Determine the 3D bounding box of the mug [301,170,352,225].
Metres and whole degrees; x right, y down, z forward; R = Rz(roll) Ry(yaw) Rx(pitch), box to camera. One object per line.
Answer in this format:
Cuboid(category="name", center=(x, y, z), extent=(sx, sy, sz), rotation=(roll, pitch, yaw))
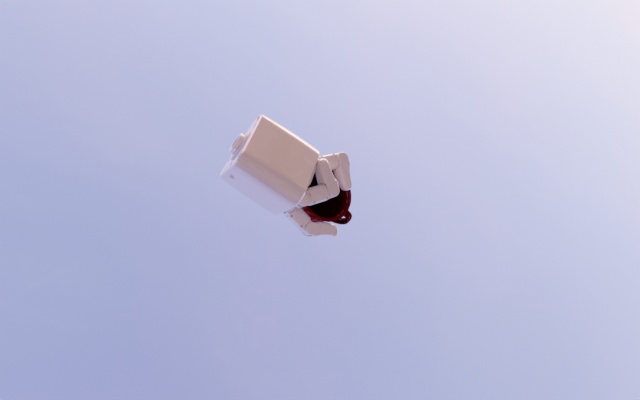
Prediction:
Cuboid(category="mug", center=(0.001, 0.003, 0.793), extent=(0.117, 0.093, 0.081), rotation=(34, -26, -19))
